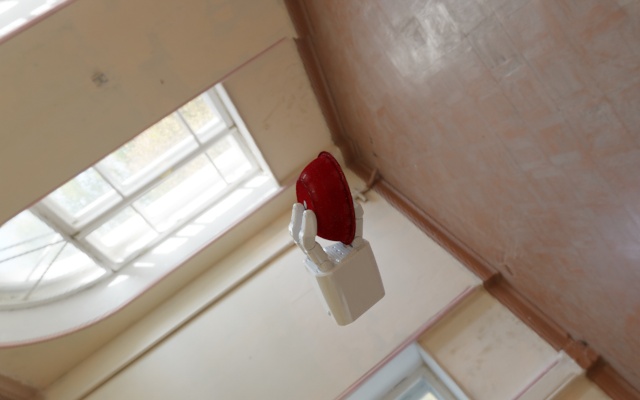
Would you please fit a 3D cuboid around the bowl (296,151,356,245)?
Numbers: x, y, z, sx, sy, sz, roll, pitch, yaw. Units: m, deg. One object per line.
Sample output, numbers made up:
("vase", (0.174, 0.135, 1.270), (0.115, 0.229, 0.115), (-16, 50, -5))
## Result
("bowl", (-0.001, 0.001, 0.786), (0.055, 0.162, 0.162), (-15, 4, -17))
